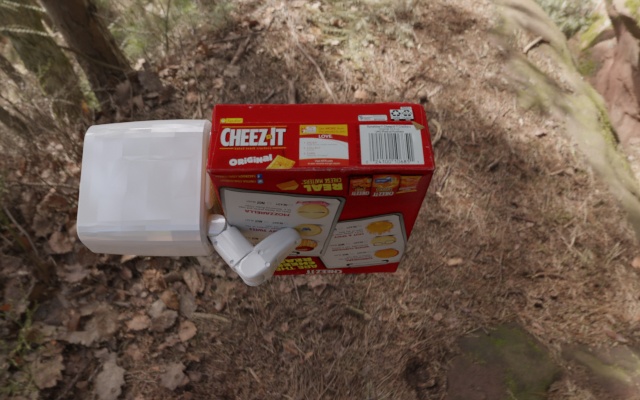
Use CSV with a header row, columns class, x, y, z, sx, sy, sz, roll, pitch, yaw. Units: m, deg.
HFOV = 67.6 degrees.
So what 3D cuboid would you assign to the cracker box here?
class,x,y,z,sx,sy,sz,roll,pitch,yaw
cracker box,0.000,0.002,0.440,0.164,0.072,0.214,-1,-28,0
